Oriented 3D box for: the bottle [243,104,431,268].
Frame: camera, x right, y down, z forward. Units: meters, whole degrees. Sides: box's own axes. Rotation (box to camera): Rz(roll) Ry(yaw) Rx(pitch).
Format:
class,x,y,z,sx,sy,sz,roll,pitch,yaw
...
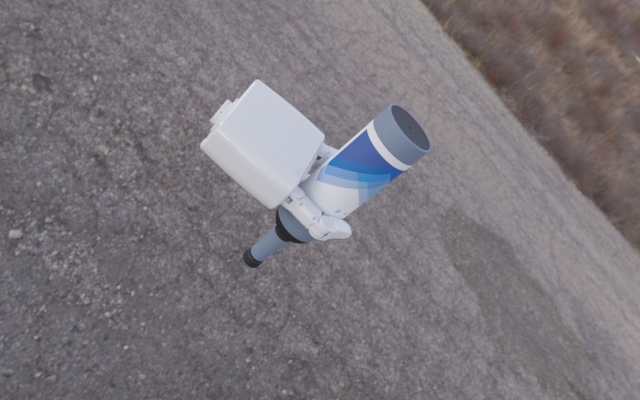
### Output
class,x,y,z,sx,sy,sz,roll,pitch,yaw
bottle,0.000,0.002,0.590,0.296,0.069,0.069,-40,-23,31
